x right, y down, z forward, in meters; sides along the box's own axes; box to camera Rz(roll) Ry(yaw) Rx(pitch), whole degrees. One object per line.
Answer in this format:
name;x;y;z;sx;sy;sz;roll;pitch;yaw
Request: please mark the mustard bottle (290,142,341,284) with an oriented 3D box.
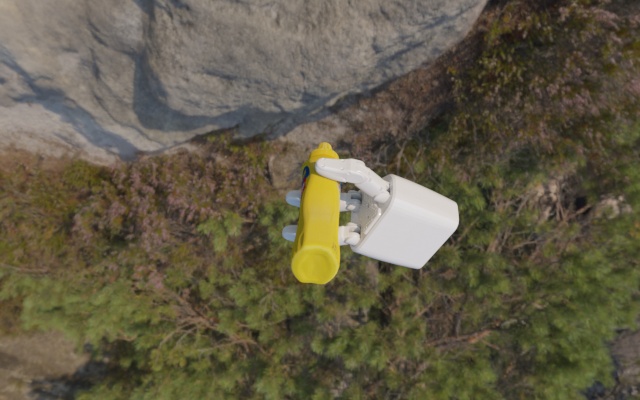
mustard bottle;0.000;0.002;0.611;0.058;0.191;0.096;5;-35;0
